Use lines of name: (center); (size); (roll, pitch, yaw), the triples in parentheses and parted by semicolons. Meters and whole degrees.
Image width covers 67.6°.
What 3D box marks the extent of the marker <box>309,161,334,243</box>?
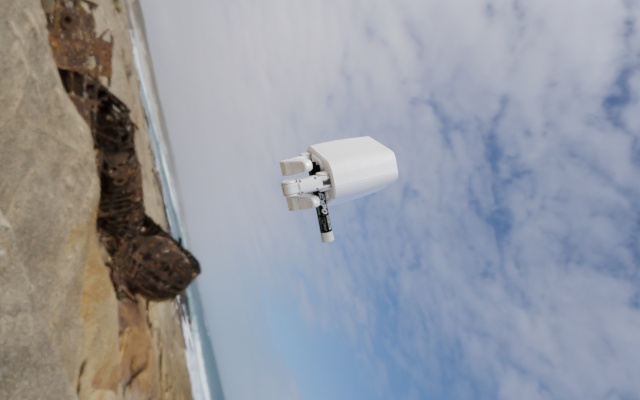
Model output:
marker: (0.000, 0.002, 0.705); (0.020, 0.121, 0.020); (-11, 11, 2)
